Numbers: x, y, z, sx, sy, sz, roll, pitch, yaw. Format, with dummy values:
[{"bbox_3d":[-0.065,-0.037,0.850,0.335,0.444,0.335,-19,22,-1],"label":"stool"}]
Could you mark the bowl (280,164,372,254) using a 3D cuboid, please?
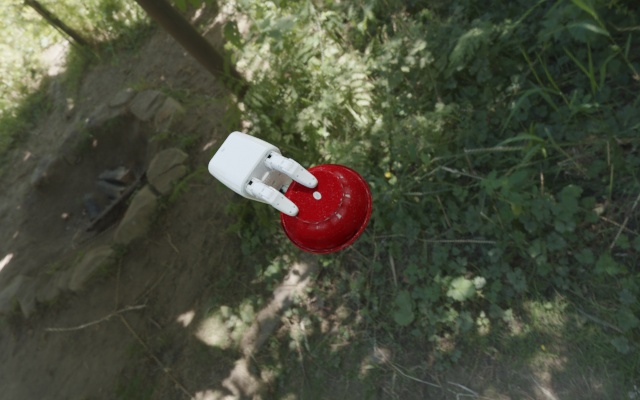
[{"bbox_3d":[0.001,0.003,0.778,0.162,0.162,0.055,0,-21,18],"label":"bowl"}]
